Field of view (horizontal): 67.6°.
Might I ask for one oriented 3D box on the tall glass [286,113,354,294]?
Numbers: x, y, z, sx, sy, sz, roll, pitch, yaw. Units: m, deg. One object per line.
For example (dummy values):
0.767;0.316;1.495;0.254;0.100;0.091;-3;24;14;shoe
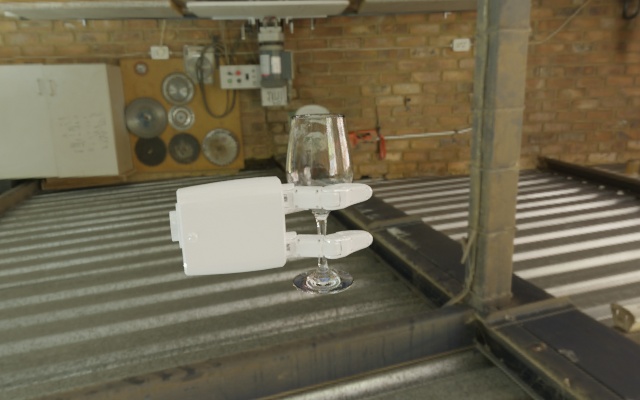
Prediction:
0.000;0.002;0.557;0.079;0.201;0.079;-2;14;0;tall glass
